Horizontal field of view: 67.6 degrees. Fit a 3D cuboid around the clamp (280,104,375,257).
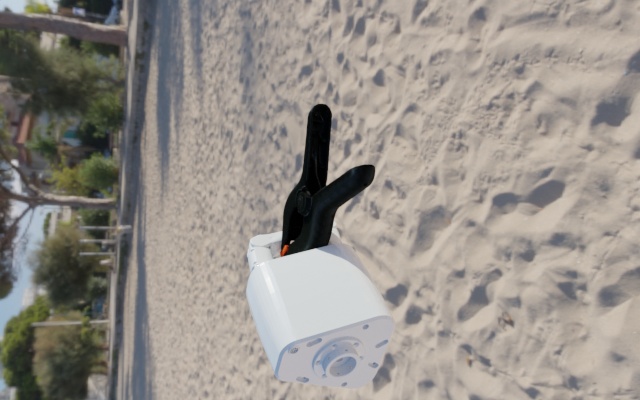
[{"bbox_3d":[-0.001,0.002,0.481,0.039,0.171,0.120,3,29,-23],"label":"clamp"}]
